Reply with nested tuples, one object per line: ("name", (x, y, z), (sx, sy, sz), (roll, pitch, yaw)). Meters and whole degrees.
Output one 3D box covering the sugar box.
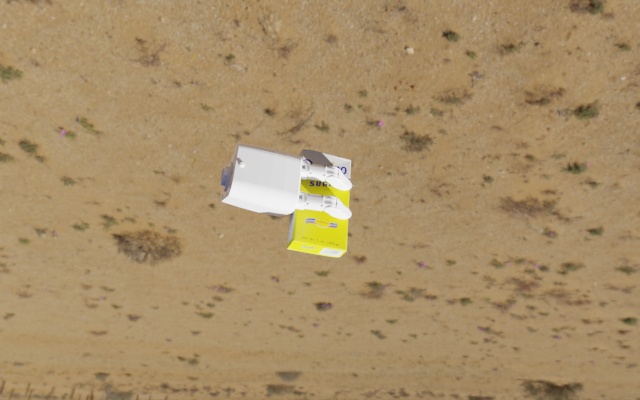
("sugar box", (0.000, 0.002, 0.807), (0.093, 0.176, 0.048), (12, -26, -15))
